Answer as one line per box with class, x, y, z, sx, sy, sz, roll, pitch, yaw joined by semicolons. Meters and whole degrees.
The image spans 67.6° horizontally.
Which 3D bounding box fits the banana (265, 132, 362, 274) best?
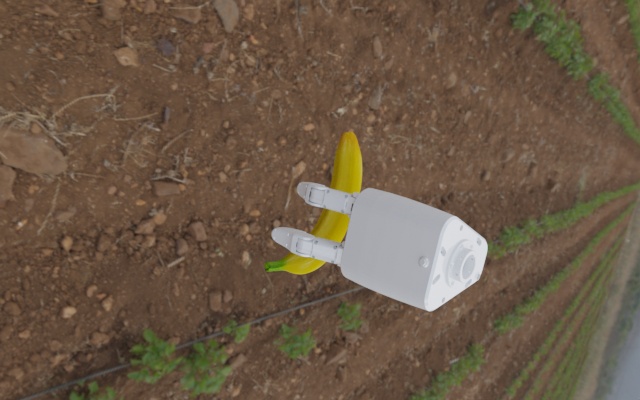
banana;0.010;0.014;0.583;0.070;0.197;0.037;37;-13;-38
